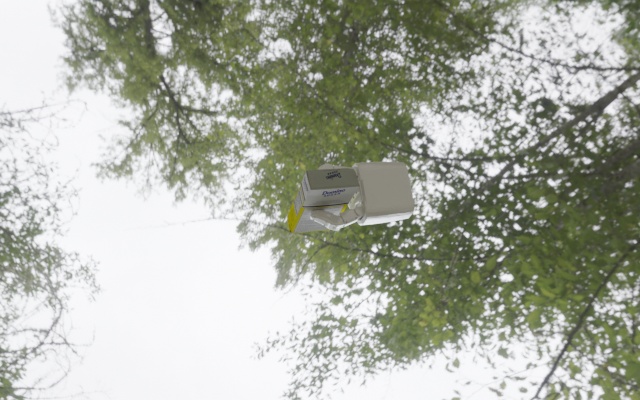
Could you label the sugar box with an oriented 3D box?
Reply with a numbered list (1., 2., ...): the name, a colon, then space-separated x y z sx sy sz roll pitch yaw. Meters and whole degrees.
1. sugar box: 0.000 0.002 0.894 0.093 0.048 0.176 -4 -30 -20
